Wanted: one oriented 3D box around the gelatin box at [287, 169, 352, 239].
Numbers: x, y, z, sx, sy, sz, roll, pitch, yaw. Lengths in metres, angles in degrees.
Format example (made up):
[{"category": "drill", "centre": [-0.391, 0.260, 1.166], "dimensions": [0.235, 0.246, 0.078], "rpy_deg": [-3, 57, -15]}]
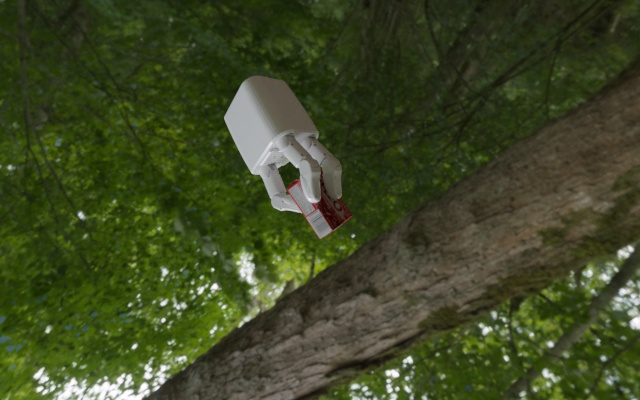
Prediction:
[{"category": "gelatin box", "centre": [0.000, 0.003, 0.697], "dimensions": [0.030, 0.089, 0.073], "rpy_deg": [-34, -1, 30]}]
